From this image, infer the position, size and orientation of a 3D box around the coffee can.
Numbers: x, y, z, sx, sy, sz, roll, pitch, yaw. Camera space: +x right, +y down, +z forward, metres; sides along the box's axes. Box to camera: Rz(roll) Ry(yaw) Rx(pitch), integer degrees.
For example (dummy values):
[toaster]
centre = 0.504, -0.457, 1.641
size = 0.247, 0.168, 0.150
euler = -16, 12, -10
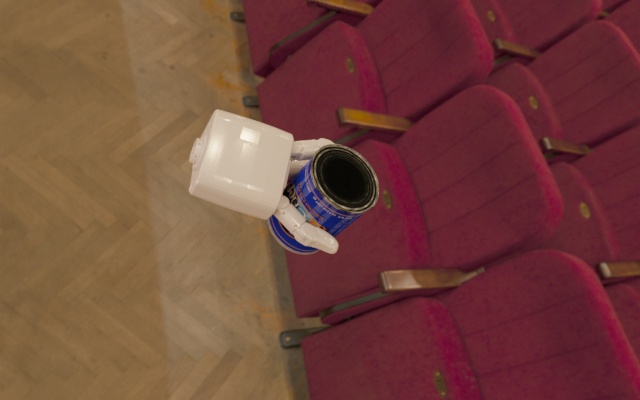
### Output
[coffee can]
centre = 0.000, 0.002, 0.664
size = 0.103, 0.102, 0.140
euler = 0, -27, -32
